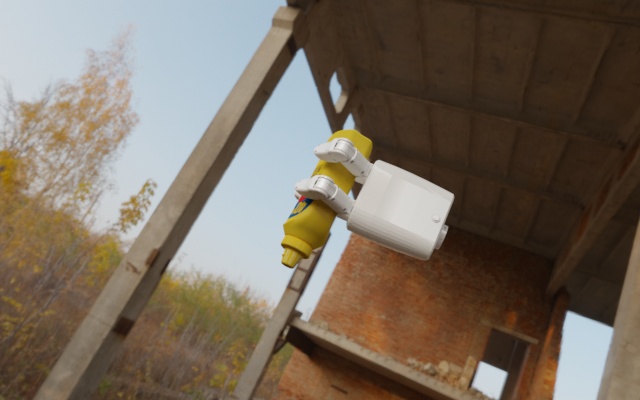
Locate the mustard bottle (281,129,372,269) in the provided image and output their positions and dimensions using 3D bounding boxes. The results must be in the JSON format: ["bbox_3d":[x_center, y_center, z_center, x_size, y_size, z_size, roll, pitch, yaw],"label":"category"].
[{"bbox_3d":[0.000,0.002,0.628,0.058,0.191,0.096,32,-20,-14],"label":"mustard bottle"}]
